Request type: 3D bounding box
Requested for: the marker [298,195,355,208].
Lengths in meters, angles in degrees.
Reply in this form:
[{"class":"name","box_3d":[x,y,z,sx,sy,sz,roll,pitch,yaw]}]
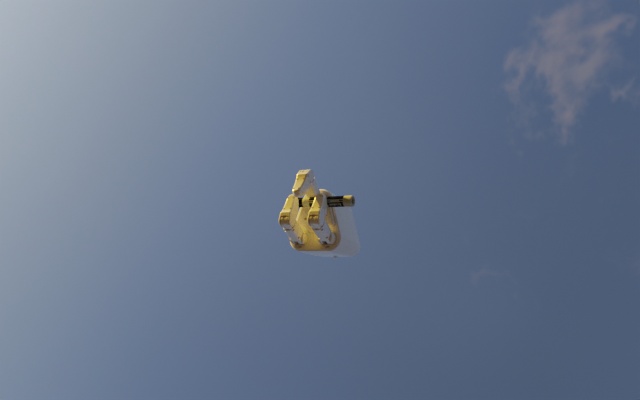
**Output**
[{"class":"marker","box_3d":[0.000,0.003,0.814,0.121,0.020,0.020,-2,-1,27]}]
